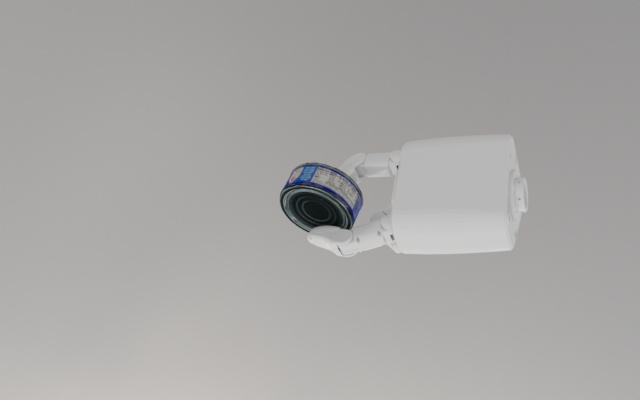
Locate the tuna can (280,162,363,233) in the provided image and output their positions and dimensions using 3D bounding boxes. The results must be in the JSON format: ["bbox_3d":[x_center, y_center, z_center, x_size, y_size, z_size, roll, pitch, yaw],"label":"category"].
[{"bbox_3d":[0.000,0.002,0.511,0.086,0.033,0.086,17,-37,13],"label":"tuna can"}]
